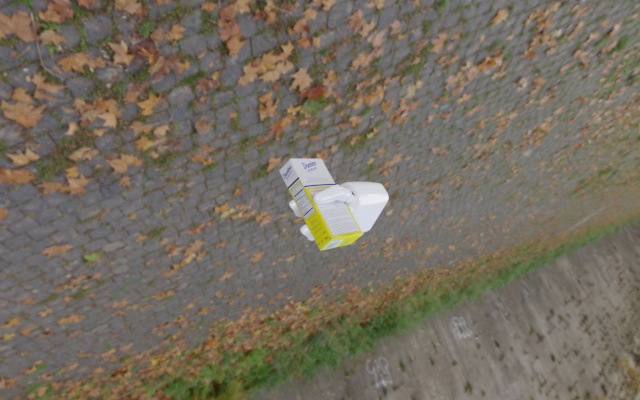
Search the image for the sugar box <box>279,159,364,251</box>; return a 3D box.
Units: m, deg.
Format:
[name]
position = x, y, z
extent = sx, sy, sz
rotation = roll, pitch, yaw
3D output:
[sugar box]
position = 0.000, 0.003, 0.896
extent = 0.093, 0.176, 0.048
rotation = -5, -32, -49
